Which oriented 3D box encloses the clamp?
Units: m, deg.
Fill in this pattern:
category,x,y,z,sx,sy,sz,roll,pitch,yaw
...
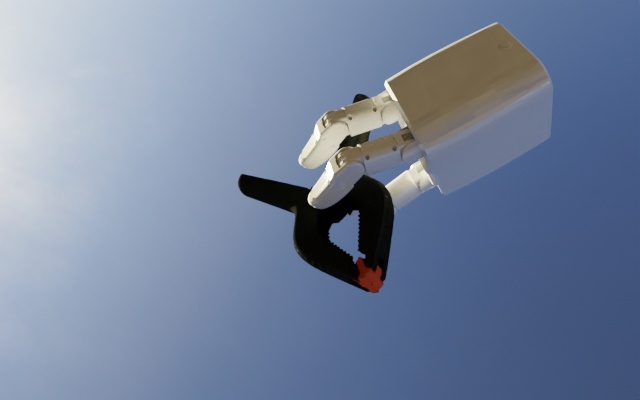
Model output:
category,x,y,z,sx,sy,sz,roll,pitch,yaw
clamp,0.001,0.002,0.438,0.164,0.209,0.036,-30,-46,14
